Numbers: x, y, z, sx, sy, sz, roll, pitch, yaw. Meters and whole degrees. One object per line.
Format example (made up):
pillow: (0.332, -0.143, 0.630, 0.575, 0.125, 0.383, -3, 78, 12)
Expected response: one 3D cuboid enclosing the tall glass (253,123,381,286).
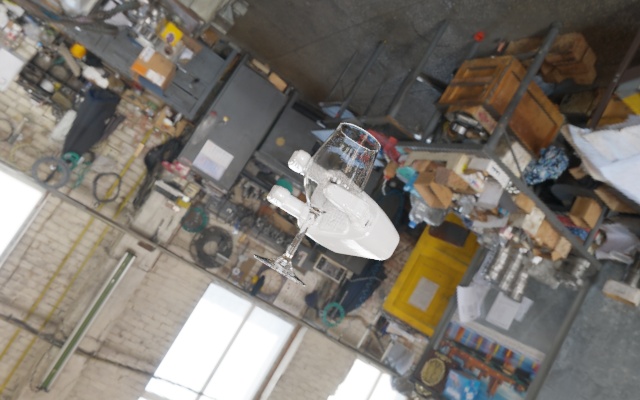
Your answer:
tall glass: (0.000, 0.003, 0.600, 0.079, 0.201, 0.079, 30, -8, 5)
